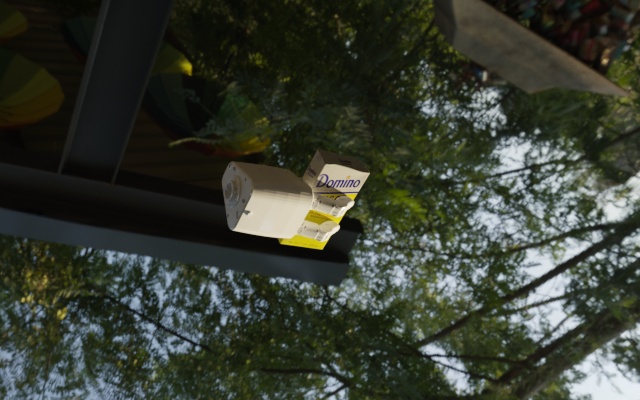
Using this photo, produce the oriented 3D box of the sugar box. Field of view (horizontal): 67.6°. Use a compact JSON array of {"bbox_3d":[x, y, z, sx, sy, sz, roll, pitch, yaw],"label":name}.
[{"bbox_3d":[0.000,0.003,0.816,0.093,0.176,0.048,10,35,-33],"label":"sugar box"}]
